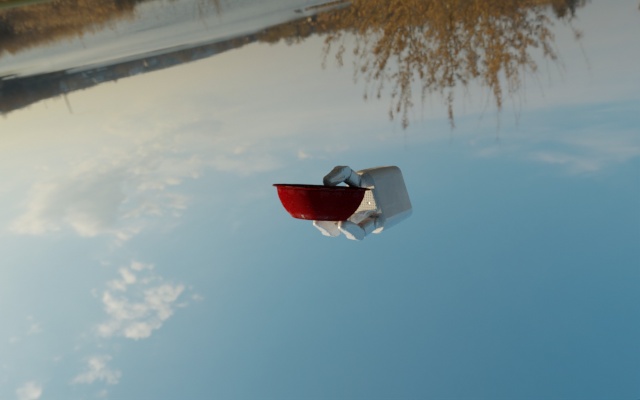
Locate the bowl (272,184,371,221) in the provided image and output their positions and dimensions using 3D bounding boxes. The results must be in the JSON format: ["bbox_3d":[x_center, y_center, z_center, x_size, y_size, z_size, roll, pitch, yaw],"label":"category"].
[{"bbox_3d":[-0.001,0.003,0.789,0.162,0.055,0.162,3,3,0],"label":"bowl"}]
